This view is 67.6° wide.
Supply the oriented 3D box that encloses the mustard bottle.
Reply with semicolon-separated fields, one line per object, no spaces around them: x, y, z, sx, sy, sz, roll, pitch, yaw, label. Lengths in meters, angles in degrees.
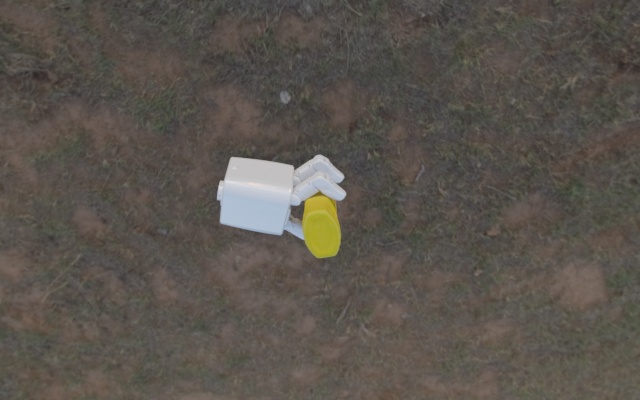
0.000;0.003;0.810;0.058;0.096;0.191;-11;33;6;mustard bottle
